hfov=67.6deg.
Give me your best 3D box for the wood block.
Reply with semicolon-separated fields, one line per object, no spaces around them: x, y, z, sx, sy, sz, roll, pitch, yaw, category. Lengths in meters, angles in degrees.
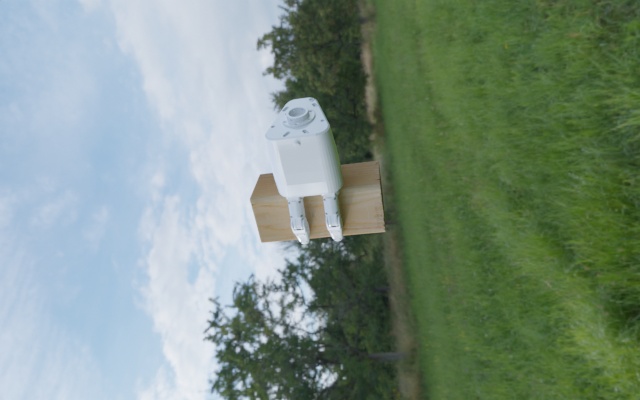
0.000;0.002;0.795;0.206;0.090;0.090;-6;30;9;wood block
